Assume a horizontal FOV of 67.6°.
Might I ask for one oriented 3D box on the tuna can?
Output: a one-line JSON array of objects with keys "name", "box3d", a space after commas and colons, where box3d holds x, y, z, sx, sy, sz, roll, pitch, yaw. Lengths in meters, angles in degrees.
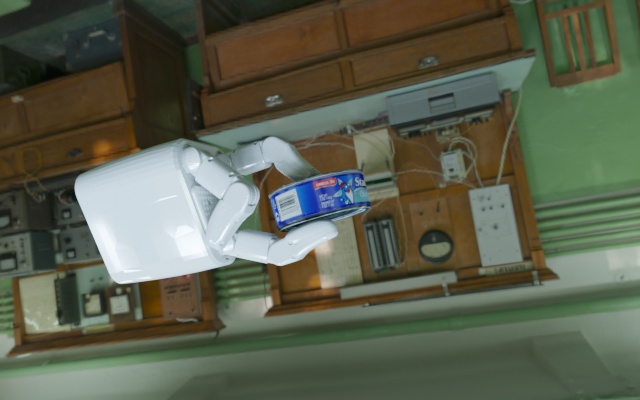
[{"name": "tuna can", "box3d": [0.000, 0.002, 0.419, 0.086, 0.033, 0.086, -14, -7, -2]}]
